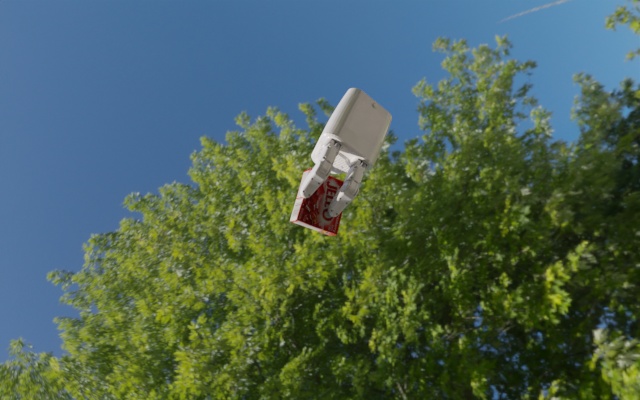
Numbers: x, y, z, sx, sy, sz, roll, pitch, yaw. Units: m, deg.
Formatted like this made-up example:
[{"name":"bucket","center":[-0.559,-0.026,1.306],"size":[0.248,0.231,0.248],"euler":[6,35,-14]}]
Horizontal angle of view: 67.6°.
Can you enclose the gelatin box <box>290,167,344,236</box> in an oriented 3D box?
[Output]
[{"name":"gelatin box","center":[0.000,0.003,0.752],"size":[0.073,0.089,0.030],"euler":[22,-16,-23]}]
